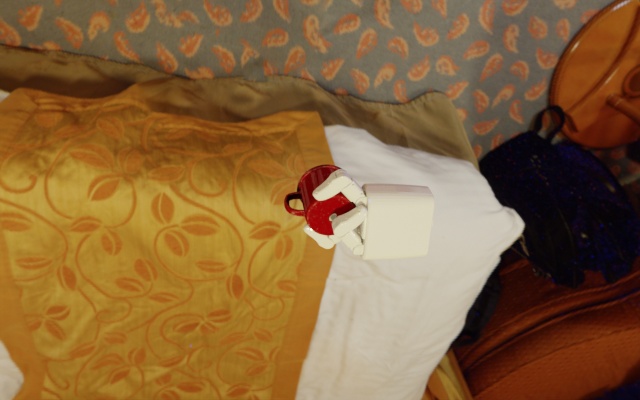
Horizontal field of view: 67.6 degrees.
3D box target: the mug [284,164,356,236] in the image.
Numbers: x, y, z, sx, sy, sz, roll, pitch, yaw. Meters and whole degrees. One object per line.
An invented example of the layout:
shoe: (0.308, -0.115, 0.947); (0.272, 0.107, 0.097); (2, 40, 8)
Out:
mug: (-0.001, 0.003, 0.766); (0.117, 0.093, 0.081); (-2, 35, -8)
